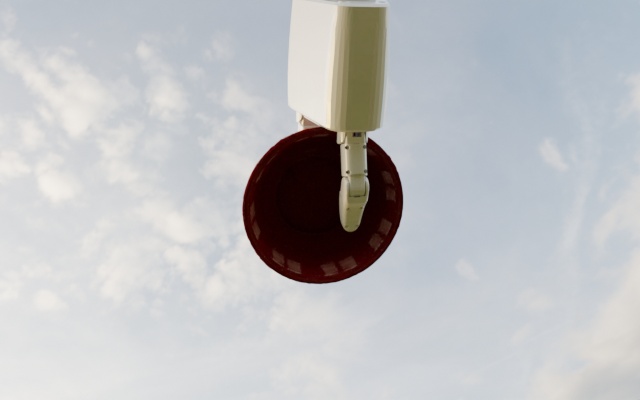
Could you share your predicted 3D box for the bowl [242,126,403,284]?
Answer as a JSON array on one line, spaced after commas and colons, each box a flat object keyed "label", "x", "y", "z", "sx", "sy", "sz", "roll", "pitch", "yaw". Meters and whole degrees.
[{"label": "bowl", "x": 0.000, "y": 0.003, "z": 0.492, "sx": 0.162, "sy": 0.162, "sz": 0.055, "roll": 0, "pitch": 15, "yaw": -12}]
